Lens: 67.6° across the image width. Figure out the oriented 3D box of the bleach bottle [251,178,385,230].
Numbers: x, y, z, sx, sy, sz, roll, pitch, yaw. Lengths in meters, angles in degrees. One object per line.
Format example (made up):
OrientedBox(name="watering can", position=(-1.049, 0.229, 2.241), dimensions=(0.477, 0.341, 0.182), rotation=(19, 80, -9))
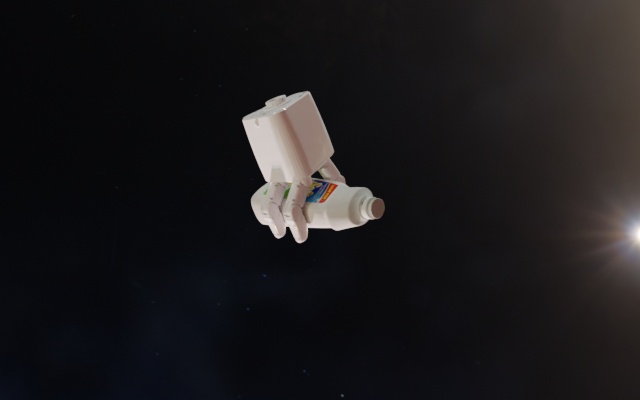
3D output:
OrientedBox(name="bleach bottle", position=(0.000, 0.003, 0.751), dimensions=(0.251, 0.068, 0.102), rotation=(3, 32, 48))
